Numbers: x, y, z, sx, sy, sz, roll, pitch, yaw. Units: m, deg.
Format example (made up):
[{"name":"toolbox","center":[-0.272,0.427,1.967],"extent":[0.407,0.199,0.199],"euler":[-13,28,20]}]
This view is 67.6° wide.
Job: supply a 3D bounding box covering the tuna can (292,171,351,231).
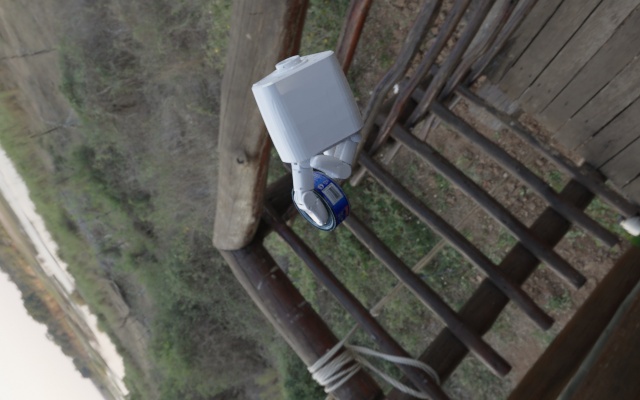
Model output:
[{"name":"tuna can","center":[0.000,0.003,0.684],"extent":[0.033,0.086,0.086],"euler":[-42,23,-29]}]
